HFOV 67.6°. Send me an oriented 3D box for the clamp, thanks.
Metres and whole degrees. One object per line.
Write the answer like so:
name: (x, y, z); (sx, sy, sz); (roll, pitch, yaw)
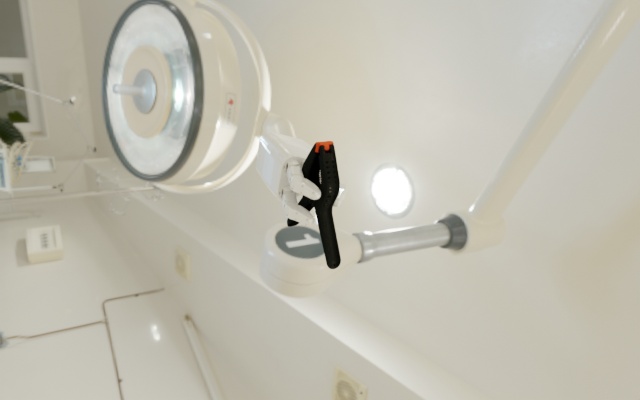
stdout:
clamp: (0.001, 0.002, 0.819); (0.036, 0.210, 0.164); (-11, 39, -32)
